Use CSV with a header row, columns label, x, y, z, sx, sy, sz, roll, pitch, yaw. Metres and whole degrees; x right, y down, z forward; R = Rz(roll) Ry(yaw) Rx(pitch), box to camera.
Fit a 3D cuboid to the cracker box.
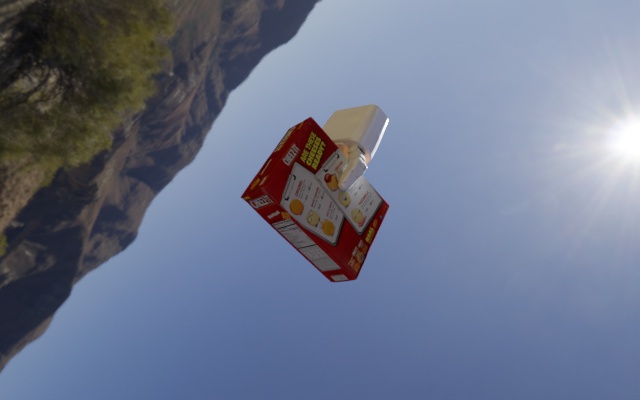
label,x,y,z,sx,sy,sz,roll,pitch,yaw
cracker box,0.000,0.003,0.766,0.214,0.164,0.072,45,-38,-21
